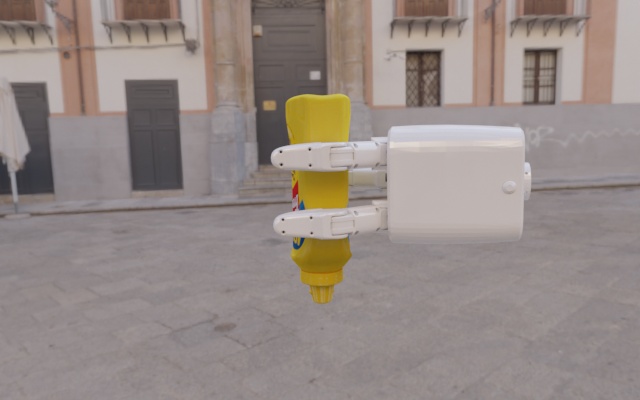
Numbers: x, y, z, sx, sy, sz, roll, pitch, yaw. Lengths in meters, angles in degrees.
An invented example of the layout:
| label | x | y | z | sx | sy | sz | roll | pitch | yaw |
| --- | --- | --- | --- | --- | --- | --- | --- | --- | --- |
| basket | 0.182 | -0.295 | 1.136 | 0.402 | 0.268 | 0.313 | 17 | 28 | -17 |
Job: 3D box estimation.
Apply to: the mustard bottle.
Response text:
| label | x | y | z | sx | sy | sz | roll | pitch | yaw |
| --- | --- | --- | --- | --- | --- | --- | --- | --- | --- |
| mustard bottle | 0.000 | 0.001 | 0.445 | 0.058 | 0.191 | 0.096 | -3 | 8 | -9 |
